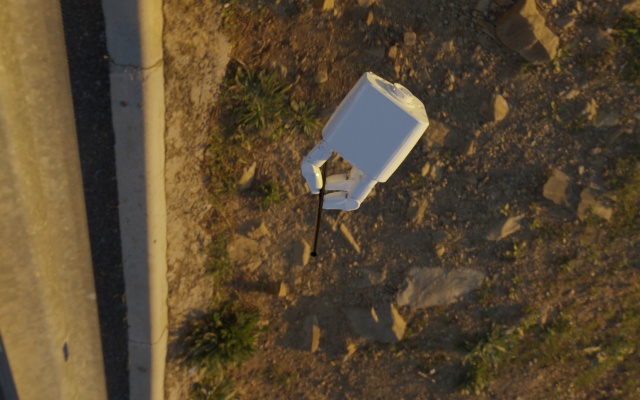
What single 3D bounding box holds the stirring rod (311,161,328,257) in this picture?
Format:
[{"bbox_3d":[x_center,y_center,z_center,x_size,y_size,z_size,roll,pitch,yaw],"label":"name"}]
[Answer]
[{"bbox_3d":[0.000,0.002,0.698,0.011,0.011,0.239,0,33,5],"label":"stirring rod"}]
